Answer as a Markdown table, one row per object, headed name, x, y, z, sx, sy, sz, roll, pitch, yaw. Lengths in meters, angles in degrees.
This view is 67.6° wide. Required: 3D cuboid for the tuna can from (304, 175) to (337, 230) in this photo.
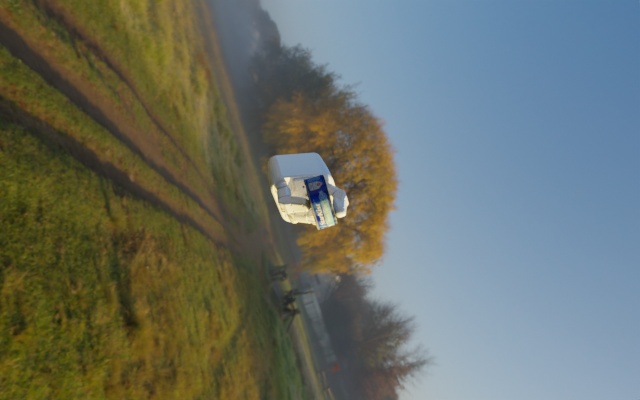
| name | x | y | z | sx | sy | sz | roll | pitch | yaw |
| --- | --- | --- | --- | --- | --- | --- | --- | --- | --- |
| tuna can | 0.001 | 0.002 | 0.772 | 0.034 | 0.086 | 0.086 | -16 | 0 | 0 |
